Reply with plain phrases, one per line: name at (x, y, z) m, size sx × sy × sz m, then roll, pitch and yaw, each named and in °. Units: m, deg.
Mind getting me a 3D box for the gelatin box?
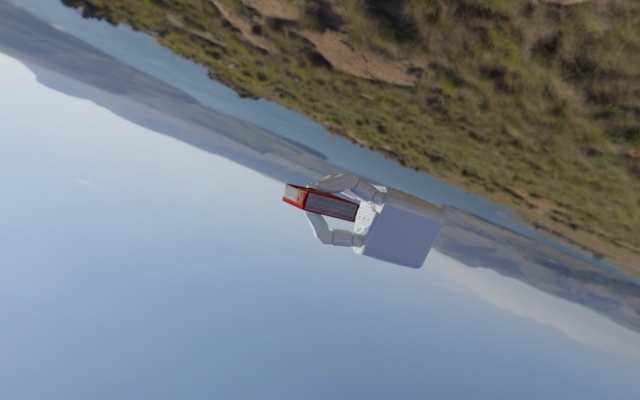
gelatin box at (0.000, 0.003, 0.688) m, size 0.089 × 0.030 × 0.073 m, roll 13°, pitch 4°, yaw -29°
